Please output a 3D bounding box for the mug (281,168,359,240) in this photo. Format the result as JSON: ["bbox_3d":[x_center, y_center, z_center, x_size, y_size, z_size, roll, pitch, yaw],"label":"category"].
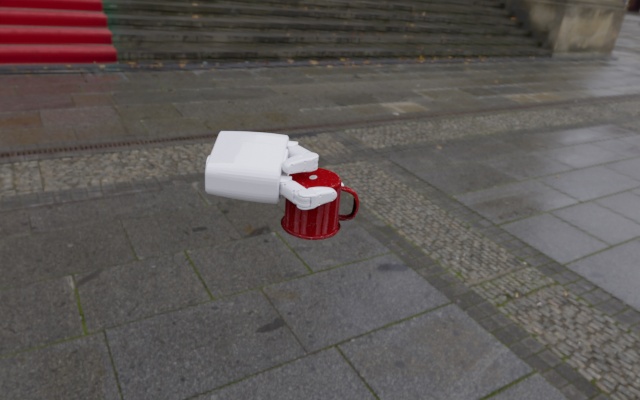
[{"bbox_3d":[0.002,0.002,0.721,0.117,0.081,0.093,5,27,-1],"label":"mug"}]
